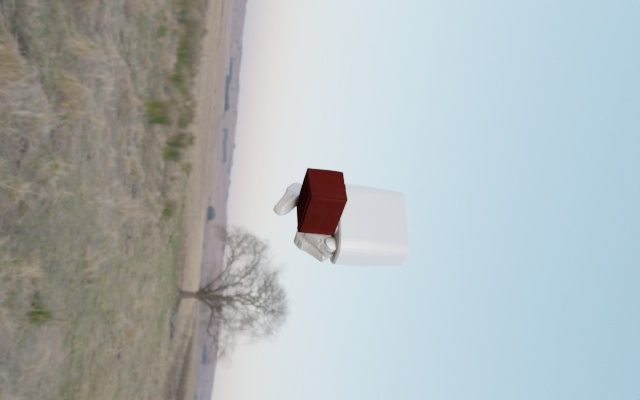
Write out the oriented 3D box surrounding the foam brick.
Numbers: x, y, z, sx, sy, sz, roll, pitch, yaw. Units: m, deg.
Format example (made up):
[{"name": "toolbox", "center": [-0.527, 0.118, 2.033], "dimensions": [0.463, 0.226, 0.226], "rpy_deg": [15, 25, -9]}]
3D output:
[{"name": "foam brick", "center": [0.000, 0.002, 0.642], "dimensions": [0.051, 0.053, 0.078], "rpy_deg": [6, -42, -13]}]
